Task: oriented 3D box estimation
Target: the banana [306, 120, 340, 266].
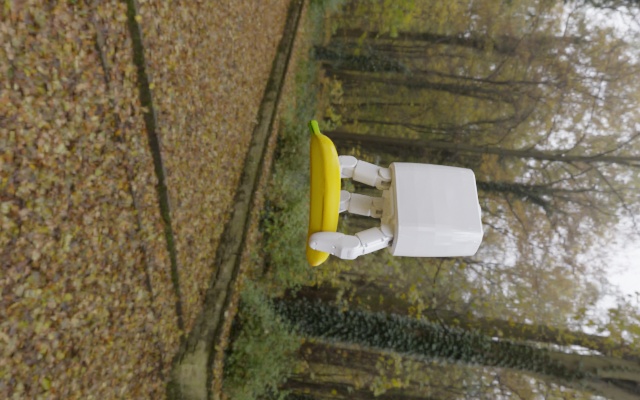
[{"bbox_3d":[0.002,0.006,0.588,0.037,0.198,0.069,0,22,-7],"label":"banana"}]
